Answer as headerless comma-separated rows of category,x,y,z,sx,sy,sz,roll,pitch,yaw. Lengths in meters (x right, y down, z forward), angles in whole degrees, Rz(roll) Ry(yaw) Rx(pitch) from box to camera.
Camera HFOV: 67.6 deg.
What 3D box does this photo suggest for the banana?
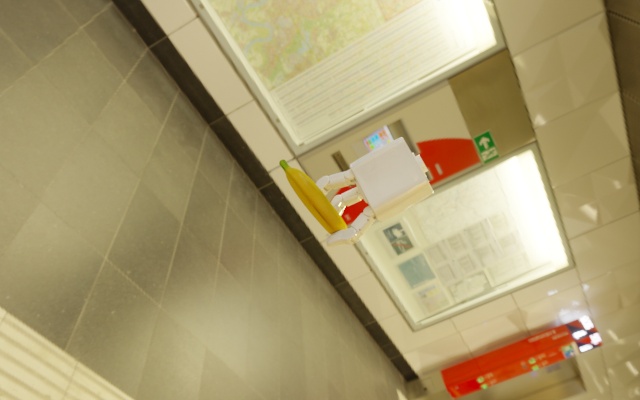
banana,0.001,0.009,0.827,0.037,0.198,0.069,-33,27,9
